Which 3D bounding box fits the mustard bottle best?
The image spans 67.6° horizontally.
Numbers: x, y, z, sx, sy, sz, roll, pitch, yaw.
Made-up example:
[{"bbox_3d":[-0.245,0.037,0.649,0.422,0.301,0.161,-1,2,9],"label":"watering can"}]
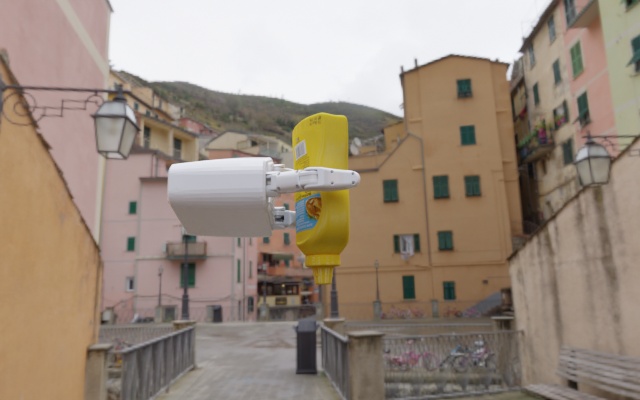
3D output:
[{"bbox_3d":[0.000,0.002,0.562,0.058,0.191,0.096,4,-12,-25],"label":"mustard bottle"}]
